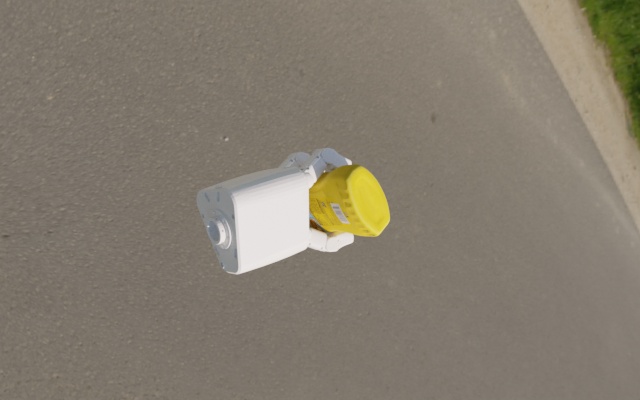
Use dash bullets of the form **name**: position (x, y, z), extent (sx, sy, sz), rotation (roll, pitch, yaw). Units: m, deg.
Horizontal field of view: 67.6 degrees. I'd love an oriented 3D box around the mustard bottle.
- **mustard bottle**: position (0.001, 0.002, 0.664), extent (0.191, 0.096, 0.058), rotation (-2, 39, 49)
